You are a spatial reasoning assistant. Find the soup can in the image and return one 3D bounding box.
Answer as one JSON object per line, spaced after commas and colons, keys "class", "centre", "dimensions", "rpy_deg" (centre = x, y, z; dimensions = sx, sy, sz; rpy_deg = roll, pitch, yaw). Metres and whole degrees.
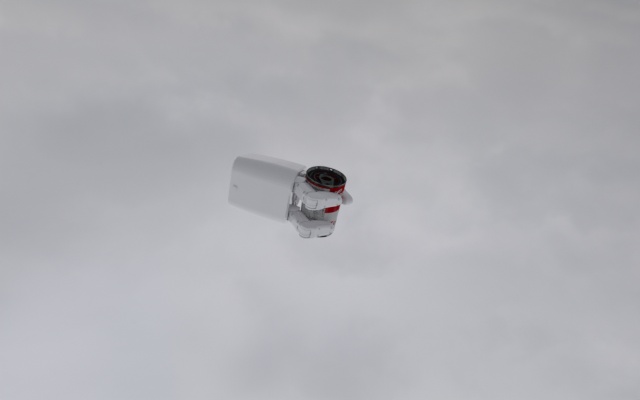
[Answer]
{"class": "soup can", "centre": [0.001, 0.003, 0.800], "dimensions": [0.068, 0.102, 0.068], "rpy_deg": [10, 29, -5]}
